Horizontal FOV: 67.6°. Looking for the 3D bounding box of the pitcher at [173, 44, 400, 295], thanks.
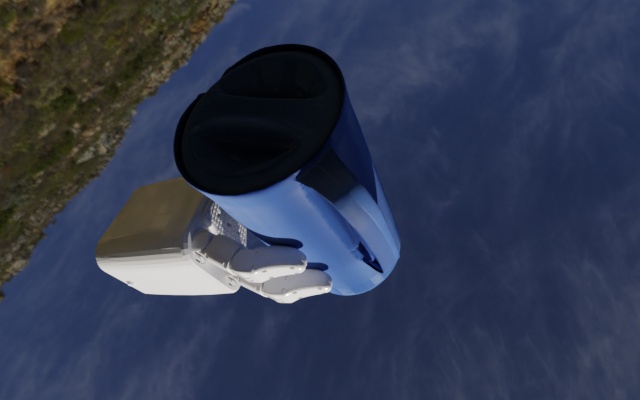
[{"bbox_3d":[0.000,0.001,0.417,0.145,0.149,0.243,-9,-33,19],"label":"pitcher"}]
